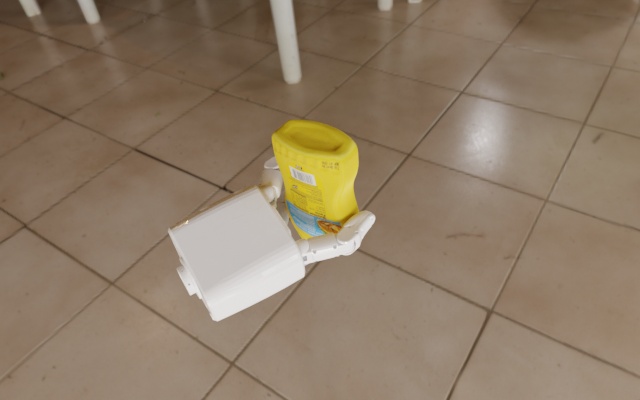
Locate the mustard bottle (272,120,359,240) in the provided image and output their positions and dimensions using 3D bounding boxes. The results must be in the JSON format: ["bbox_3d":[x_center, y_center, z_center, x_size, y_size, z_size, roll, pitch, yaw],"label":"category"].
[{"bbox_3d":[0.000,0.001,0.564,0.096,0.192,0.058,22,51,27],"label":"mustard bottle"}]
